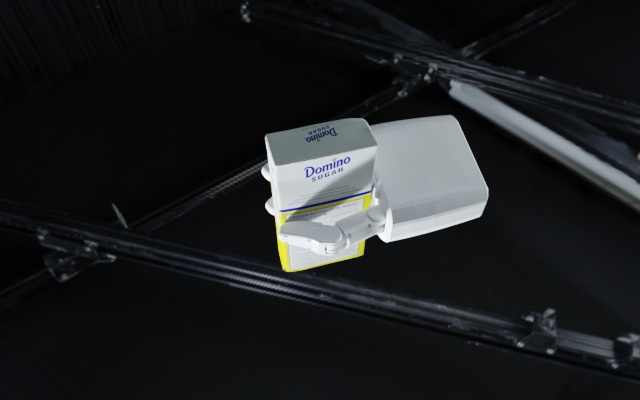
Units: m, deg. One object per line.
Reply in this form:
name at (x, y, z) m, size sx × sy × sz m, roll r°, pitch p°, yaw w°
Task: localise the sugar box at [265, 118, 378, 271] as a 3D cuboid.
sugar box at (0.000, 0.001, 0.474) m, size 0.093 × 0.048 × 0.176 m, roll -12°, pitch -40°, yaw -11°
